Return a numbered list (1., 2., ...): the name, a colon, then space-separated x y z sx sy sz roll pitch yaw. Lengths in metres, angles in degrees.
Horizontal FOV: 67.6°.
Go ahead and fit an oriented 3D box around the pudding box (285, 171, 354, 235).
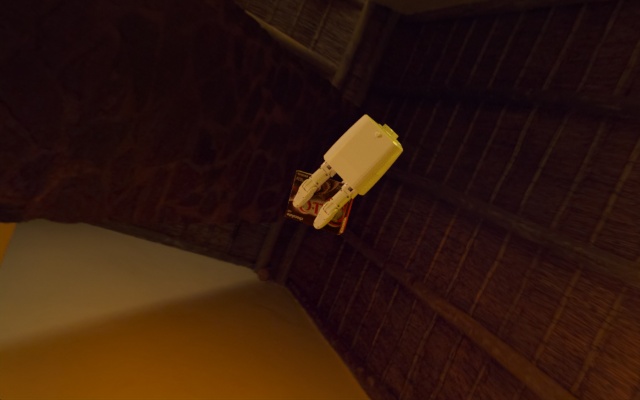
1. pudding box: 0.000 0.003 0.876 0.113 0.090 0.039 18 7 20
